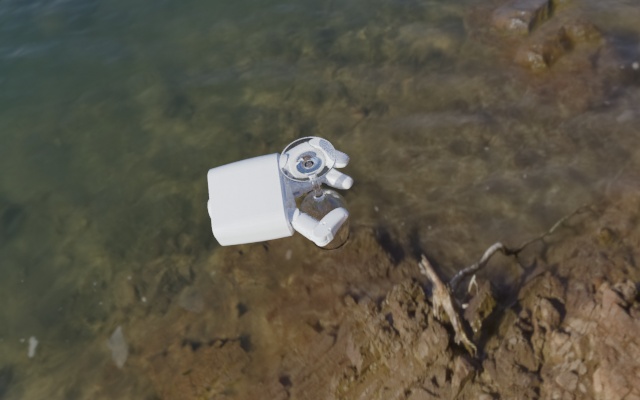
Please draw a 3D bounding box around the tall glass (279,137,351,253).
[{"bbox_3d":[0.000,0.002,0.686,0.079,0.079,0.201,0,-34,12],"label":"tall glass"}]
